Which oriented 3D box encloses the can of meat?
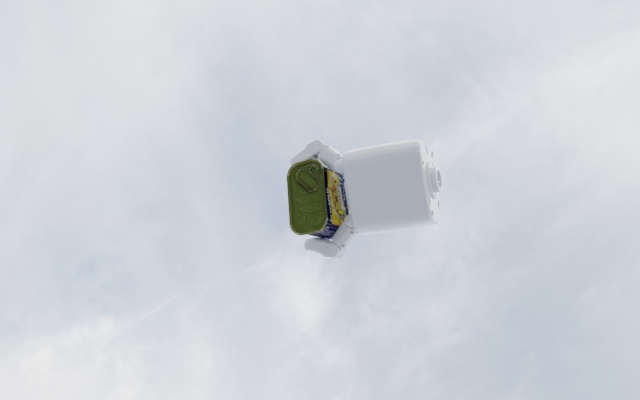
[{"bbox_3d":[0.000,0.002,0.675,0.057,0.102,0.084,-12,-16,26],"label":"can of meat"}]
